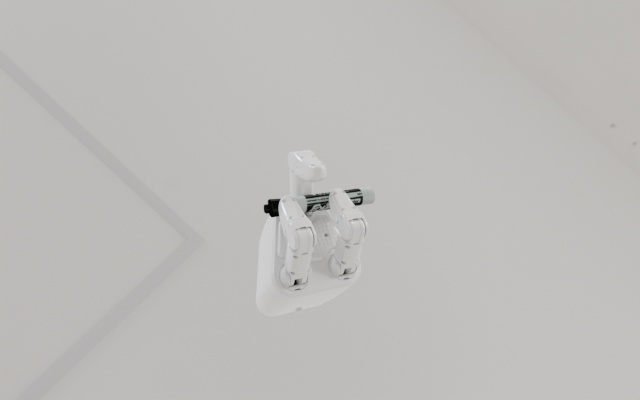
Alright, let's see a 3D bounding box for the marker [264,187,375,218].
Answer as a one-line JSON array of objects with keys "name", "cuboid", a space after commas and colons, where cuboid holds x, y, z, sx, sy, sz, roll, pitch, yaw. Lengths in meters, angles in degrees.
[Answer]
[{"name": "marker", "cuboid": [0.000, 0.002, 0.495, 0.121, 0.020, 0.020, -8, 3, -23]}]
